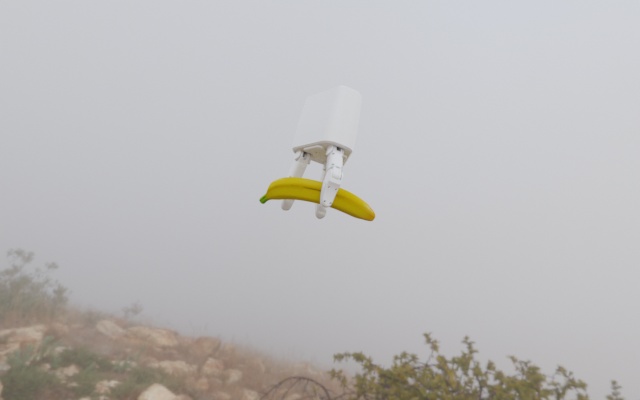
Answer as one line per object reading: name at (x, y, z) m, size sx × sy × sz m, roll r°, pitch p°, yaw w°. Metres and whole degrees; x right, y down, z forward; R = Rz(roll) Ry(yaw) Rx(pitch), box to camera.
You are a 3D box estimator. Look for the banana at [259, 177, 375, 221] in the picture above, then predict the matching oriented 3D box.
banana at (-0.002, -0.006, 0.784) m, size 0.198 × 0.037 × 0.070 m, roll 11°, pitch -24°, yaw 2°
